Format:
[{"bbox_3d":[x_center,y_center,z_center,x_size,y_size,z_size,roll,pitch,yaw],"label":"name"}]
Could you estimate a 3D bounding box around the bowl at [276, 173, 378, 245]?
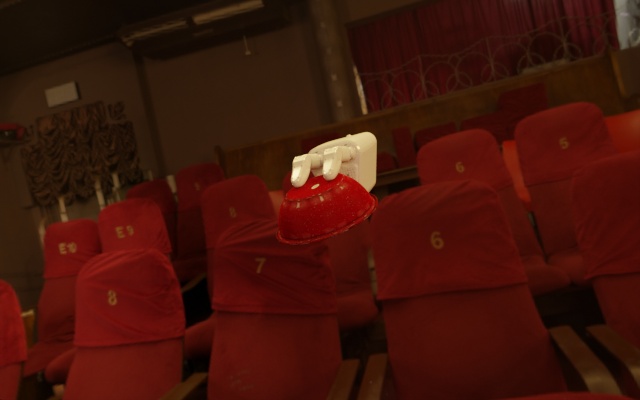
[{"bbox_3d":[0.000,0.002,0.708,0.162,0.055,0.162,-19,19,7],"label":"bowl"}]
